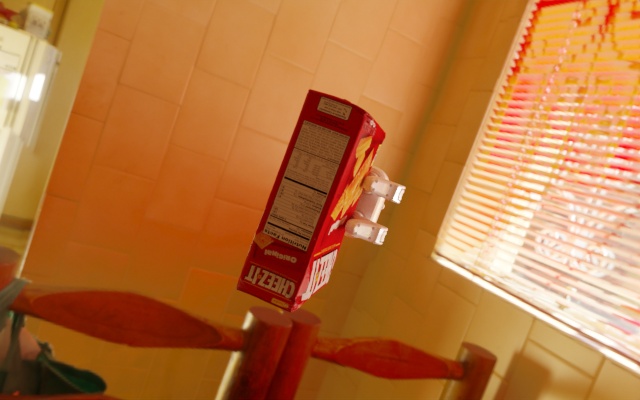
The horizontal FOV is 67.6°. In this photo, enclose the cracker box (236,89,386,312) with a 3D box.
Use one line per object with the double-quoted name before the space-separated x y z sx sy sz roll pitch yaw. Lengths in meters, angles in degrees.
"cracker box" 0.000 0.002 0.537 0.072 0.214 0.164 21 5 13
